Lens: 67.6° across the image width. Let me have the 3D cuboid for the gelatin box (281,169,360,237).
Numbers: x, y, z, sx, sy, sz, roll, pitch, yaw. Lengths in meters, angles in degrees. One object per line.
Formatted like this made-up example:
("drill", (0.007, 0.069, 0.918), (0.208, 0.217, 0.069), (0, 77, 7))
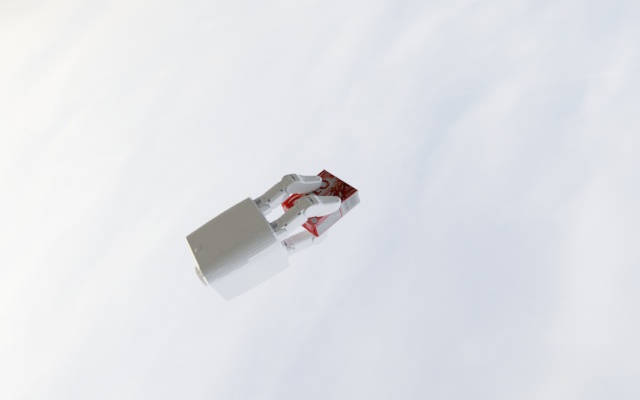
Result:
("gelatin box", (0.000, 0.002, 0.683), (0.089, 0.030, 0.073), (-38, 49, -21))
